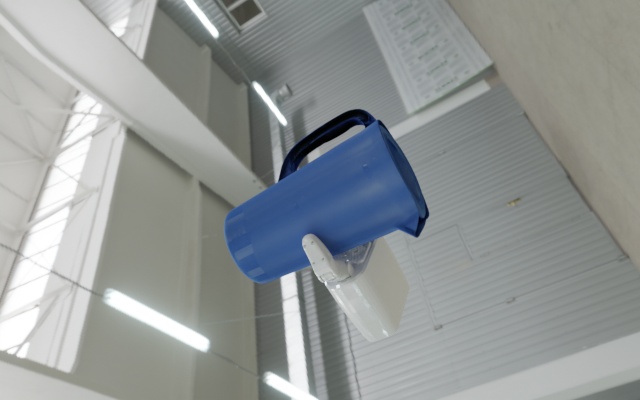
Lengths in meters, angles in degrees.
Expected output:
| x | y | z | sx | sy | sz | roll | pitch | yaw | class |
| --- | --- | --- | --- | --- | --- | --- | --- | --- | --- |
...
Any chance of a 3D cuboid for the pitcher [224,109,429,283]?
| x | y | z | sx | sy | sz | roll | pitch | yaw | class |
| --- | --- | --- | --- | --- | --- | --- | --- | --- | --- |
| 0.000 | 0.002 | 0.607 | 0.243 | 0.145 | 0.149 | -27 | 22 | 17 | pitcher |
